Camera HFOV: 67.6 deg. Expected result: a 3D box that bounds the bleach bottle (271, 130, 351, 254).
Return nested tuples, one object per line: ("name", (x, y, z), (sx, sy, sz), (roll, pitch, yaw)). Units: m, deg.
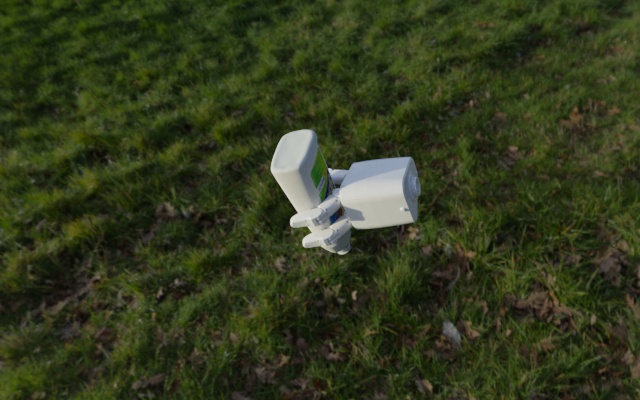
("bleach bottle", (0.000, 0.003, 0.838), (0.068, 0.102, 0.251), (-6, -44, 24))
